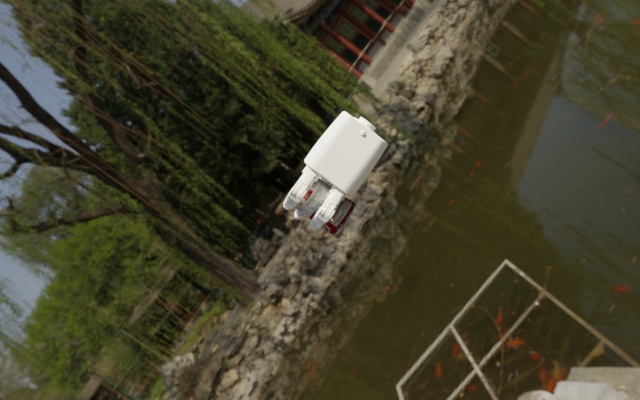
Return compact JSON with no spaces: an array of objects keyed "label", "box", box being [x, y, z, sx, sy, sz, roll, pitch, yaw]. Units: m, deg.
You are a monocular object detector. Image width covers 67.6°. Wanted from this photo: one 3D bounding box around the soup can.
[{"label":"soup can","box":[0.000,0.003,0.814,0.102,0.068,0.068,36,-3,-4]}]
